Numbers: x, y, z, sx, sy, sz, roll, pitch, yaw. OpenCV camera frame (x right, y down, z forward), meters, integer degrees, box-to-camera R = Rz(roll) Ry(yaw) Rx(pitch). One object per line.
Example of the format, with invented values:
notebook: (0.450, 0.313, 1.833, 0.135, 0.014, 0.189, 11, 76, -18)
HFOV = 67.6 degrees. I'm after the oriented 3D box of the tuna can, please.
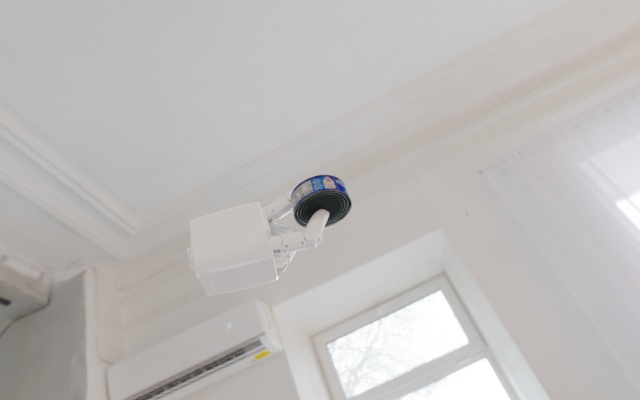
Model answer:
tuna can: (0.000, 0.002, 0.697, 0.086, 0.033, 0.086, -11, -38, -8)
